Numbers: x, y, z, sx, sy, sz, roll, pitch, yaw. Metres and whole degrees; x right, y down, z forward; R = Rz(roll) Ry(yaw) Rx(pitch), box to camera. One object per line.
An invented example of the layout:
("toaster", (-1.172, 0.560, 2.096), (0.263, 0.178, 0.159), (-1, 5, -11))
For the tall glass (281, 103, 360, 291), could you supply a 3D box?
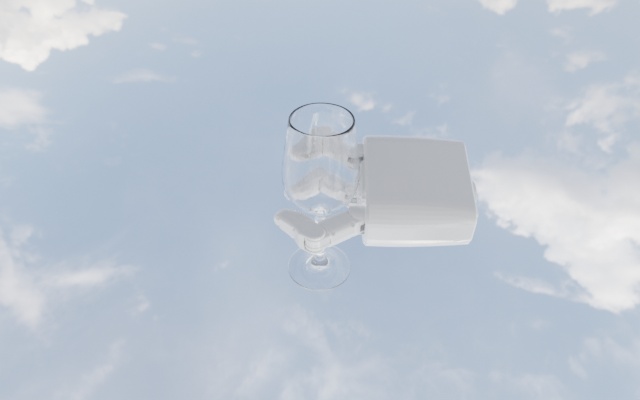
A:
("tall glass", (0.000, 0.002, 0.499), (0.079, 0.201, 0.079), (0, 40, 0))
